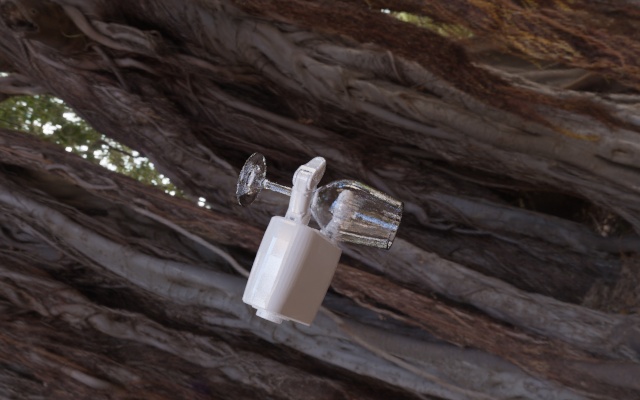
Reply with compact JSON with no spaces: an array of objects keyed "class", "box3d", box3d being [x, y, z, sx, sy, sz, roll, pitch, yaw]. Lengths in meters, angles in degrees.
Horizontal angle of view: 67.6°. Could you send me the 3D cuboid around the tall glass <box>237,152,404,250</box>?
[{"class":"tall glass","box3d":[0.000,0.002,0.602,0.201,0.079,0.079,18,5,16]}]
